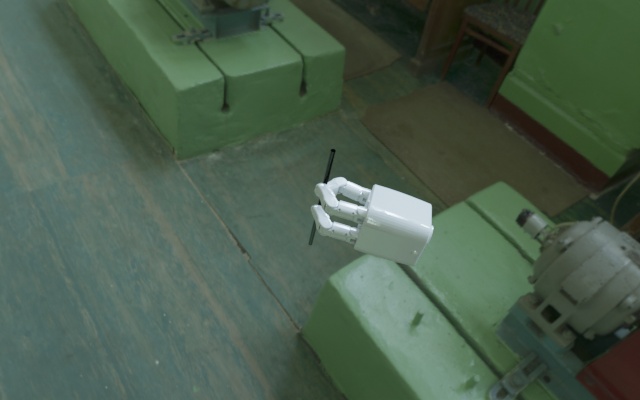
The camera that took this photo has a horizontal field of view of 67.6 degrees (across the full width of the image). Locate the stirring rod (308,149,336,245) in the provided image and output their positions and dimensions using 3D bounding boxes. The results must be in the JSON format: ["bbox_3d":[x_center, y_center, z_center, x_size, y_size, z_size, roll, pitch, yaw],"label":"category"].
[{"bbox_3d":[0.000,0.003,0.824,0.011,0.011,0.240,0,-41,-12],"label":"stirring rod"}]
